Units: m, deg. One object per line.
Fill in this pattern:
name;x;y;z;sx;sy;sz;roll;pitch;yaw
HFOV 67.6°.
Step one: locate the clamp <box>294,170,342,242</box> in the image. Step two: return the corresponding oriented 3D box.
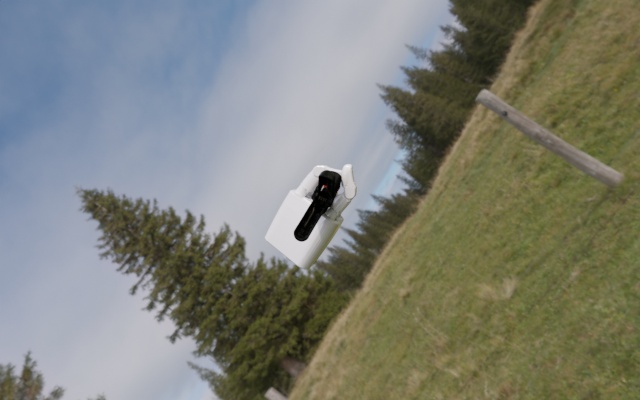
clamp;0.000;0.002;0.788;0.039;0.120;0.171;32;10;7
